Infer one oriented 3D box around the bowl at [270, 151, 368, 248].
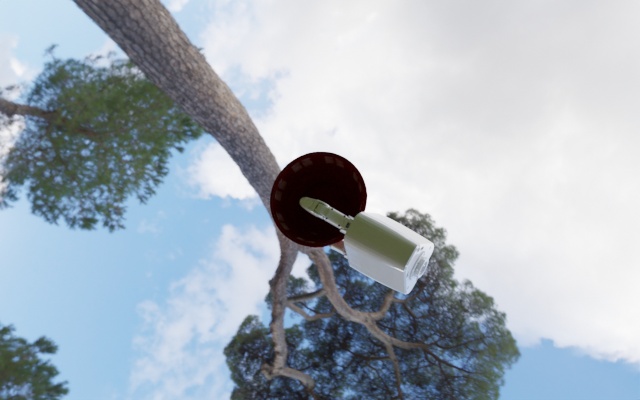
[{"bbox_3d":[-0.001,0.002,0.797,0.162,0.162,0.055,0,-15,11],"label":"bowl"}]
